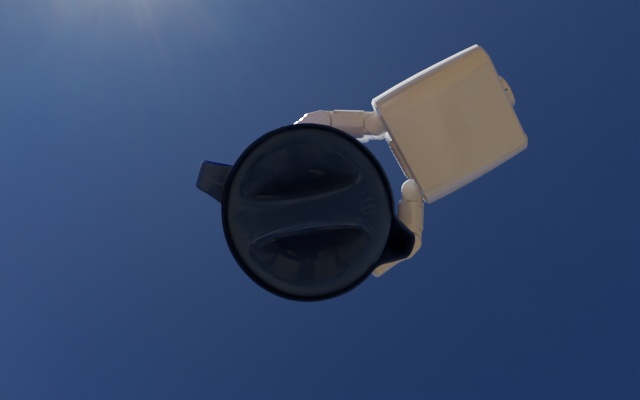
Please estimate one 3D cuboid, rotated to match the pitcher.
[{"bbox_3d":[0.000,0.001,0.467,0.145,0.149,0.243,-29,-3,10],"label":"pitcher"}]
